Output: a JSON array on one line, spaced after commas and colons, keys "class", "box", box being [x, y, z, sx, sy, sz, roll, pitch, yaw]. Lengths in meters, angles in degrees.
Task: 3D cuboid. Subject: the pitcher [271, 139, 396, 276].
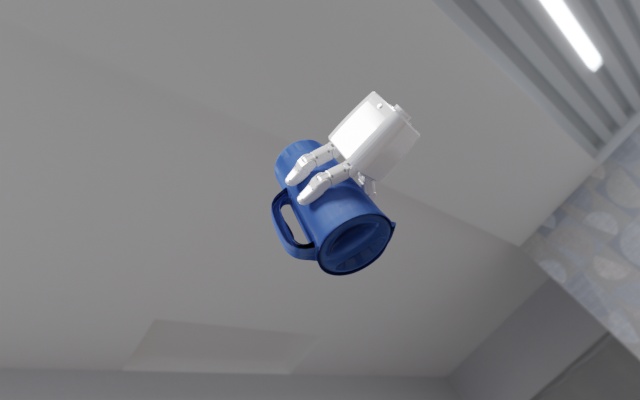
[{"class": "pitcher", "box": [0.000, 0.003, 0.818, 0.149, 0.145, 0.242, 32, 18, -45]}]
